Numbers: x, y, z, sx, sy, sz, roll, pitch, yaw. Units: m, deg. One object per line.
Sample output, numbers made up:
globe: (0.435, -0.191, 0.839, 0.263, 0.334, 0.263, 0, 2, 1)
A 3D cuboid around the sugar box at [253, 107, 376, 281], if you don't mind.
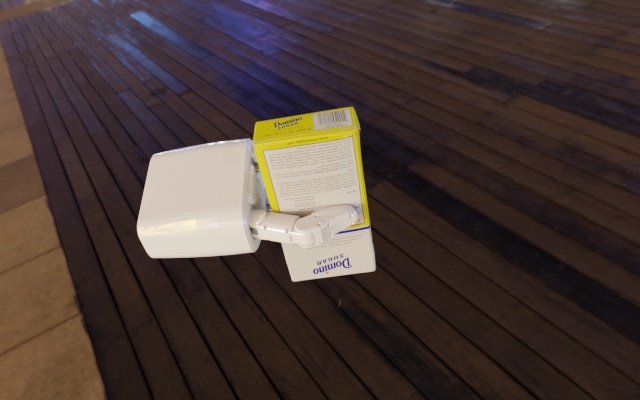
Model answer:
sugar box: (0.000, 0.001, 0.468, 0.093, 0.176, 0.048, -8, 41, 4)
